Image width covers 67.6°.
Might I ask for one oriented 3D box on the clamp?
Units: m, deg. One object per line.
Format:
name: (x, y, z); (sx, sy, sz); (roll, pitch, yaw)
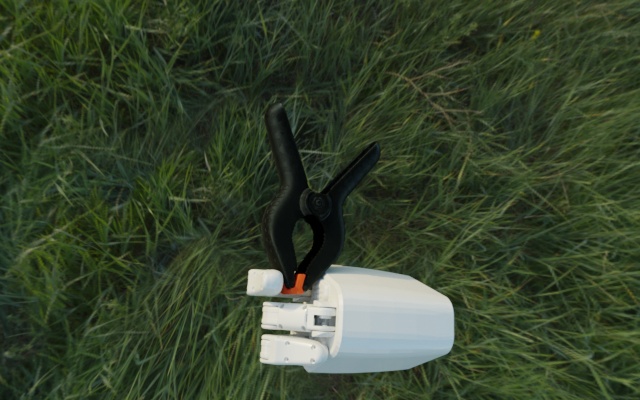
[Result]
clamp: (0.000, 0.001, 0.438); (0.120, 0.171, 0.039); (8, -10, -18)
